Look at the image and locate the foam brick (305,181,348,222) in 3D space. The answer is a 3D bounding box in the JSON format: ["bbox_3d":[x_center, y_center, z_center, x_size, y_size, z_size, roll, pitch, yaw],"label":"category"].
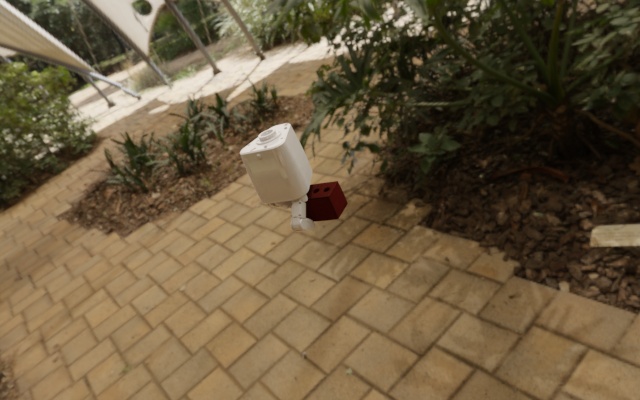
[{"bbox_3d":[0.000,0.003,0.880,0.078,0.051,0.053,-7,31,28],"label":"foam brick"}]
